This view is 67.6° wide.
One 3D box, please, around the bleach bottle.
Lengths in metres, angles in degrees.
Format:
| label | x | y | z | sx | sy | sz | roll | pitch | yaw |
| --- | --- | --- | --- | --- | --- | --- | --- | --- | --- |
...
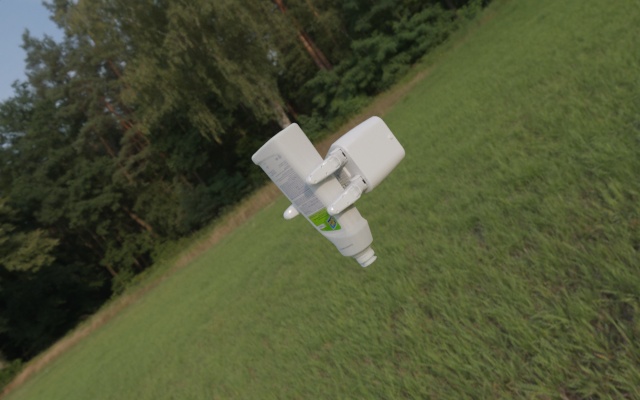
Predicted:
| label | x | y | z | sx | sy | sz | roll | pitch | yaw |
| --- | --- | --- | --- | --- | --- | --- | --- | --- | --- |
| bleach bottle | 0.000 | 0.002 | 0.770 | 0.068 | 0.251 | 0.102 | -41 | 7 | -33 |
